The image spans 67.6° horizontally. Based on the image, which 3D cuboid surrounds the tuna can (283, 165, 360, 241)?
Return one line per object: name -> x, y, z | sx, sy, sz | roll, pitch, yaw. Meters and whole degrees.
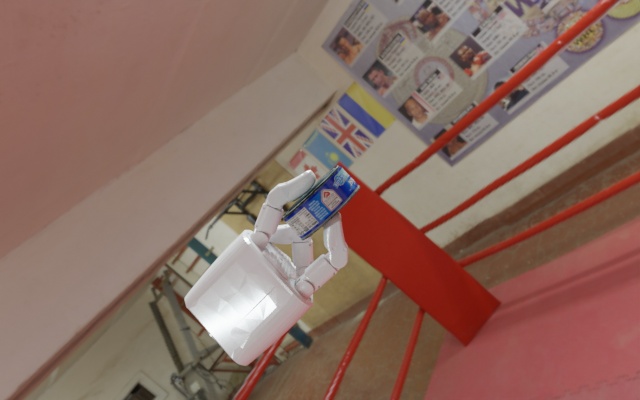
tuna can -> 0.000, 0.001, 0.514 | 0.086, 0.034, 0.086 | -43, 4, 4
